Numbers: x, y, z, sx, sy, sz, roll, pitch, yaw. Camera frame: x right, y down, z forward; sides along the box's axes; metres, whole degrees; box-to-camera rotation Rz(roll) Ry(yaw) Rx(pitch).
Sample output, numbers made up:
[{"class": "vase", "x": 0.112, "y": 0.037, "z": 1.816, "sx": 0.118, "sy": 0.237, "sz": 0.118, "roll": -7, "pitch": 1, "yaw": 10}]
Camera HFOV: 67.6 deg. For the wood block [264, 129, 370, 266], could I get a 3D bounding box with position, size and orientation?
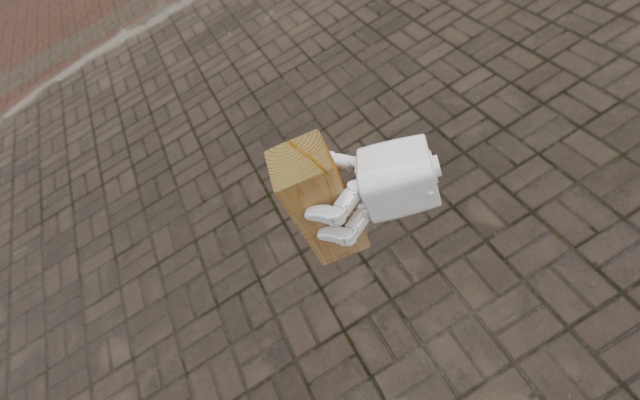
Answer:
[{"class": "wood block", "x": 0.000, "y": 0.002, "z": 0.746, "sx": 0.090, "sy": 0.090, "sz": 0.206, "roll": -23, "pitch": -42, "yaw": 6}]
